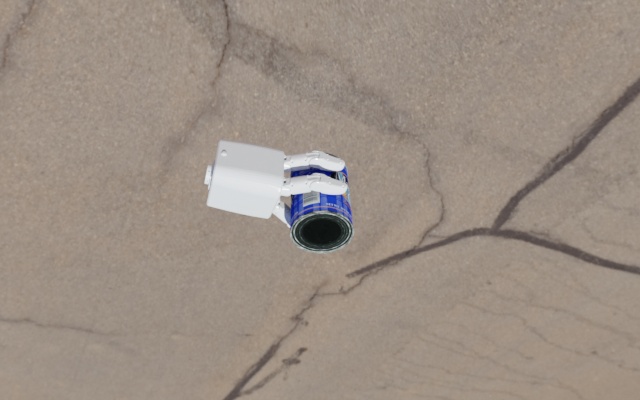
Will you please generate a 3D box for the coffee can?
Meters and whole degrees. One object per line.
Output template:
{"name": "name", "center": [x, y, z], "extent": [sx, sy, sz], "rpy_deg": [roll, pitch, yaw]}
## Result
{"name": "coffee can", "center": [0.000, 0.003, 0.803], "extent": [0.103, 0.140, 0.103], "rpy_deg": [-2, -44, -1]}
